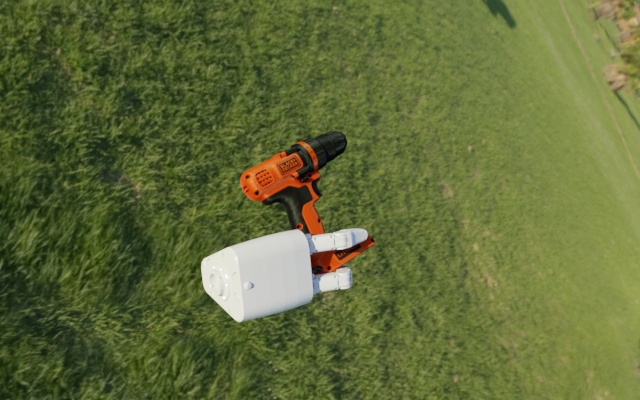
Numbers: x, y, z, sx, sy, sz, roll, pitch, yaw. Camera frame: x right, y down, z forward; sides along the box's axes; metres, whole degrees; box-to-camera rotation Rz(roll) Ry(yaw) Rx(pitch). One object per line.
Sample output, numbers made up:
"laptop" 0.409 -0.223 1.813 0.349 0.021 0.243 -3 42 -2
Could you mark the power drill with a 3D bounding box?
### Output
"power drill" 0.000 0.003 0.701 0.184 0.187 0.057 -30 -2 -26
